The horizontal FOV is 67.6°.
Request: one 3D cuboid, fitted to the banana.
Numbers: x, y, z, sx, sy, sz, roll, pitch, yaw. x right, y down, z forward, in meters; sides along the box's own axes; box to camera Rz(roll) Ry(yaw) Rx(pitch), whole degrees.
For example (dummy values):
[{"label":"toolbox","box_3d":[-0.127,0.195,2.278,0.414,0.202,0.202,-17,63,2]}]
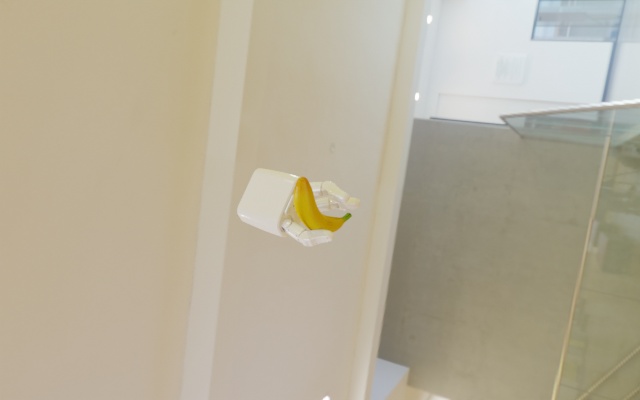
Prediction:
[{"label":"banana","box_3d":[-0.007,0.021,0.862,0.037,0.069,0.198,22,-8,32]}]
